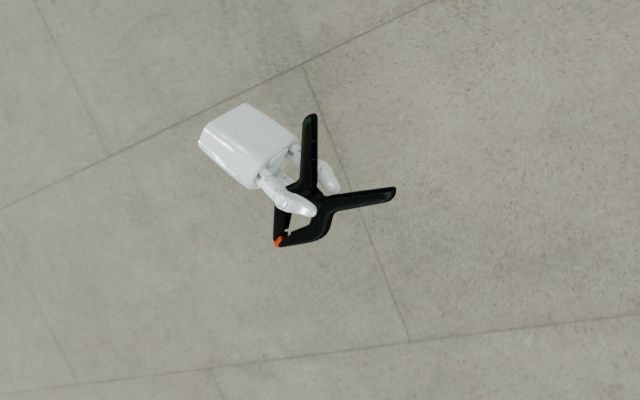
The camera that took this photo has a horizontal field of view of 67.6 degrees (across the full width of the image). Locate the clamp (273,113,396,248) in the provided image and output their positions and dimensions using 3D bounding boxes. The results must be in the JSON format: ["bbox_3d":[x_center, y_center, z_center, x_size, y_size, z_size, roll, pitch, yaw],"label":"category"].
[{"bbox_3d":[-0.001,0.003,0.698,0.164,0.210,0.036,38,29,10],"label":"clamp"}]
